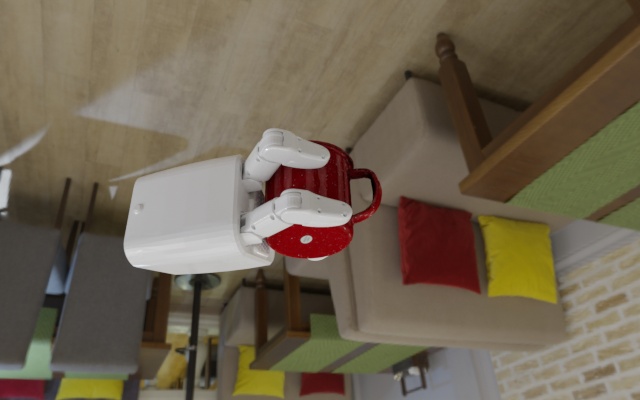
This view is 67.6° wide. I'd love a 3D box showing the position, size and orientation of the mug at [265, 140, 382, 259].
[{"bbox_3d":[0.002,0.001,0.451,0.117,0.081,0.093,-8,-32,9],"label":"mug"}]
